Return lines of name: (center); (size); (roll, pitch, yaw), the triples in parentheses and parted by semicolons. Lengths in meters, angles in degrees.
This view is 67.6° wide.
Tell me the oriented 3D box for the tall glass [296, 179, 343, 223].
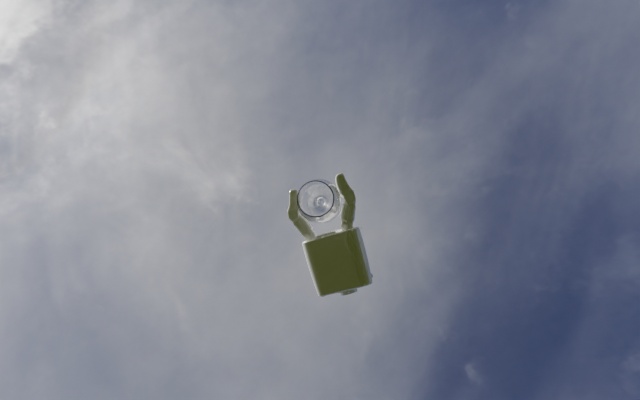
tall glass: (0.000, 0.003, 0.883); (0.079, 0.079, 0.201); (0, -3, 5)
